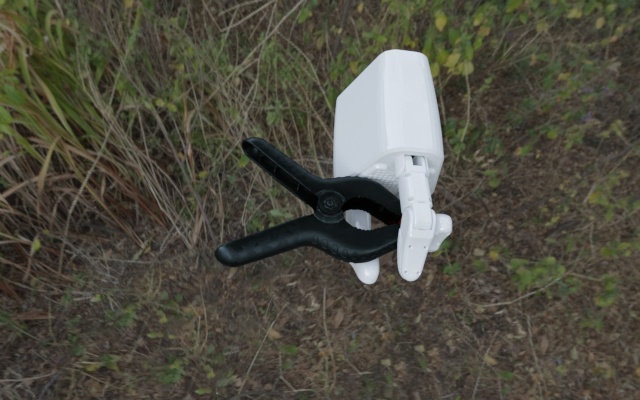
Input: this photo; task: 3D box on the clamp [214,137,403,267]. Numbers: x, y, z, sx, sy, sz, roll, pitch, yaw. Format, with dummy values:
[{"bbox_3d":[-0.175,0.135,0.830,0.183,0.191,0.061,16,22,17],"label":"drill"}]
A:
[{"bbox_3d":[0.000,0.001,0.409,0.171,0.120,0.039,4,-23,-11],"label":"clamp"}]
